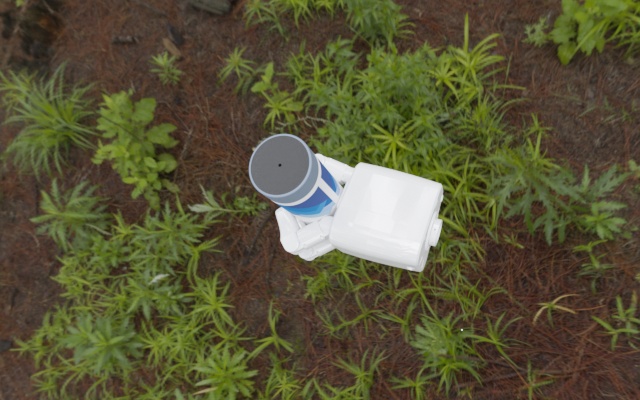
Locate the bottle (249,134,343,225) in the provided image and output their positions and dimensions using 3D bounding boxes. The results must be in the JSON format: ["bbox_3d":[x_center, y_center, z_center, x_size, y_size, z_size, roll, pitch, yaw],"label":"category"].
[{"bbox_3d":[0.000,0.002,0.606,0.069,0.069,0.296,0,-15,16],"label":"bottle"}]
